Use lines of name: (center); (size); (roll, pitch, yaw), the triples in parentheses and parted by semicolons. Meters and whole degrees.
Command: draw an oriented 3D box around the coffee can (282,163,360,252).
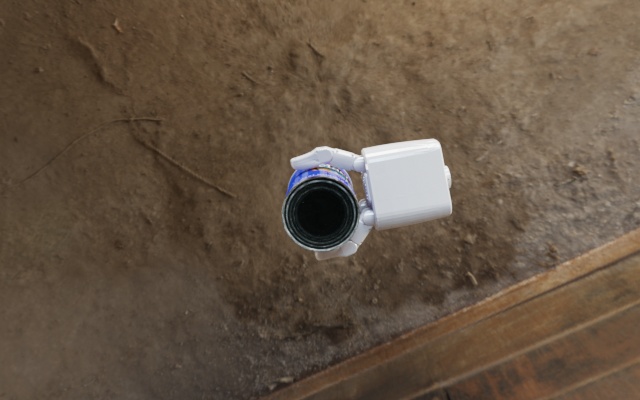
coffee can: (0.000, 0.002, 0.685); (0.103, 0.103, 0.140); (0, 14, 0)
